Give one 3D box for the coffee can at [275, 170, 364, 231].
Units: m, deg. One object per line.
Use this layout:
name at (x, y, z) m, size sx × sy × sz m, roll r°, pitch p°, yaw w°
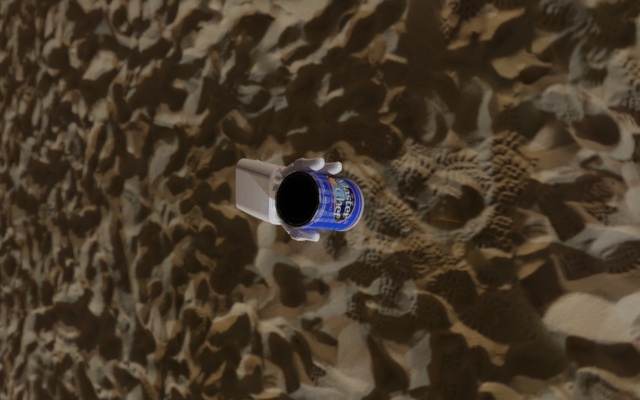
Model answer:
coffee can at (0.000, 0.003, 0.880) m, size 0.103 × 0.103 × 0.140 m, roll 0°, pitch -5°, yaw 37°
